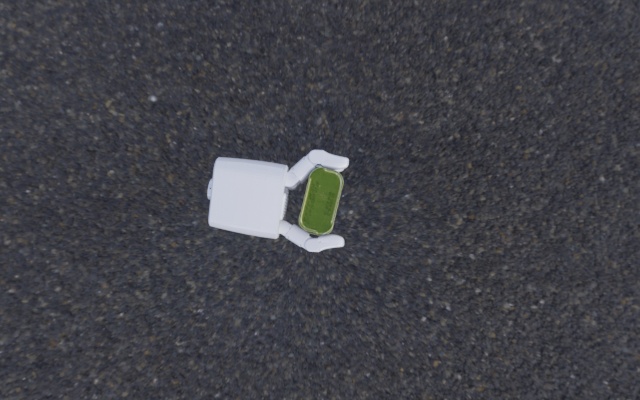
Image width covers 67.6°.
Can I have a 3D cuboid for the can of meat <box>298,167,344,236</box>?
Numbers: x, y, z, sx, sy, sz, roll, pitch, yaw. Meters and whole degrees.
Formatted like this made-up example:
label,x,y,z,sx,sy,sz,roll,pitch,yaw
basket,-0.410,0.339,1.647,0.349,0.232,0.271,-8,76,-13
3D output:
label,x,y,z,sx,sy,sz,roll,pitch,yaw
can of meat,0.000,0.002,0.726,0.057,0.102,0.084,13,-3,0
